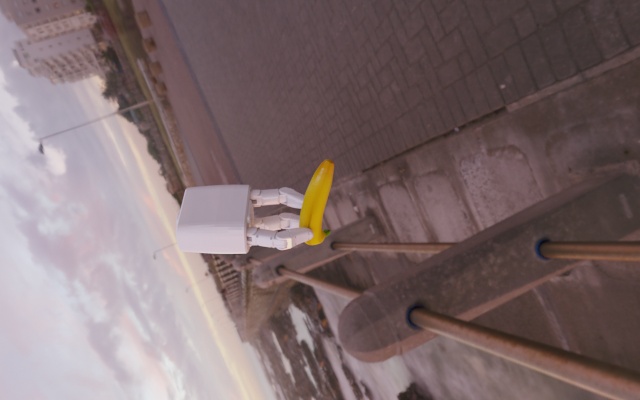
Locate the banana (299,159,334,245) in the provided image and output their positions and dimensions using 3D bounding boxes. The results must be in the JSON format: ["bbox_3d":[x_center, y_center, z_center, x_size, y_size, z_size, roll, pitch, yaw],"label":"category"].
[{"bbox_3d":[-0.008,0.018,0.757,0.037,0.069,0.198,22,-34,13],"label":"banana"}]
